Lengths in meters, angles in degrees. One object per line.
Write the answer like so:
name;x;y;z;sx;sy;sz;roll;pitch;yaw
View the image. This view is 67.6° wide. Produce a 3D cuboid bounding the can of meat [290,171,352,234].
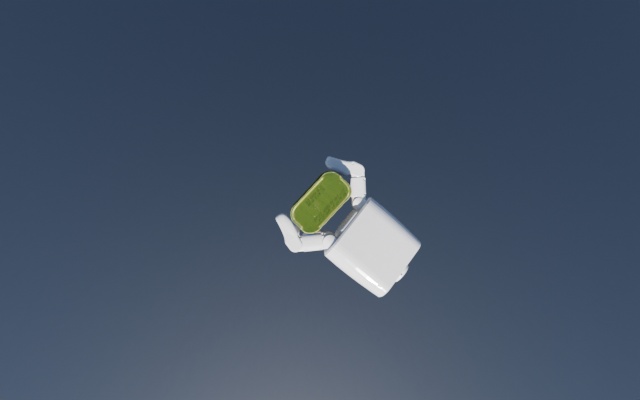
can of meat;0.000;0.002;0.723;0.057;0.102;0.084;43;1;-2
